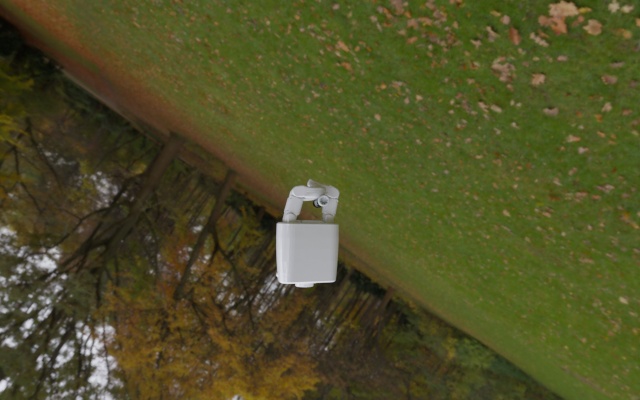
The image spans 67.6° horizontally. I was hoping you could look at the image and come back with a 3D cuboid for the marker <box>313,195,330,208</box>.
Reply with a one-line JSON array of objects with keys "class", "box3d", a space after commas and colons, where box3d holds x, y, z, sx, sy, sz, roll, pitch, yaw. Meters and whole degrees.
[{"class": "marker", "box3d": [0.000, 0.003, 0.864, 0.020, 0.020, 0.121, 0, -3, -6]}]
